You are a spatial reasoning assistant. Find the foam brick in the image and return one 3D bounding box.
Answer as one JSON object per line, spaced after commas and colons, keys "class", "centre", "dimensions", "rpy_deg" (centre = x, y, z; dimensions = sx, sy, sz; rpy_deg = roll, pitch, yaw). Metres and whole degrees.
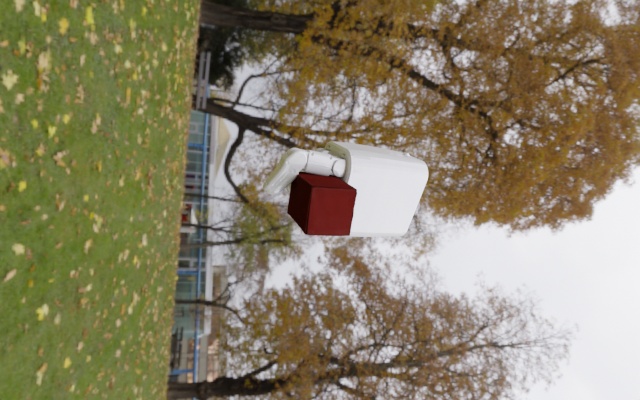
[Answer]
{"class": "foam brick", "centre": [0.000, 0.002, 0.520], "dimensions": [0.051, 0.053, 0.078], "rpy_deg": [4, 15, -19]}
